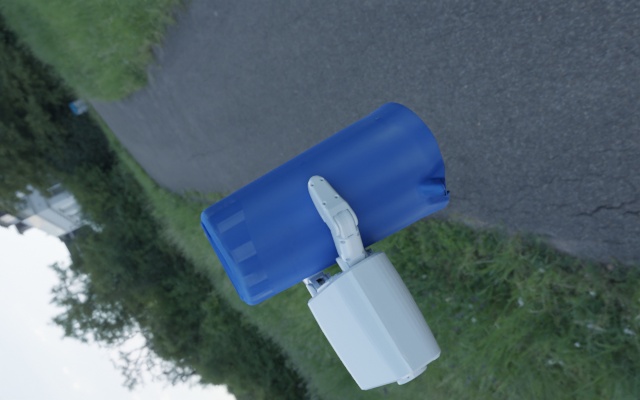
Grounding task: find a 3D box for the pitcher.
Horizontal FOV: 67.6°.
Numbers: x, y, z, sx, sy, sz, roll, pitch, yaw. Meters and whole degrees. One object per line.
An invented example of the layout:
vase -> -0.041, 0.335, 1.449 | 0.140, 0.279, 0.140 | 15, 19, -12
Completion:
pitcher -> 0.000, 0.002, 0.513 | 0.243, 0.145, 0.149 | -28, -13, -15
